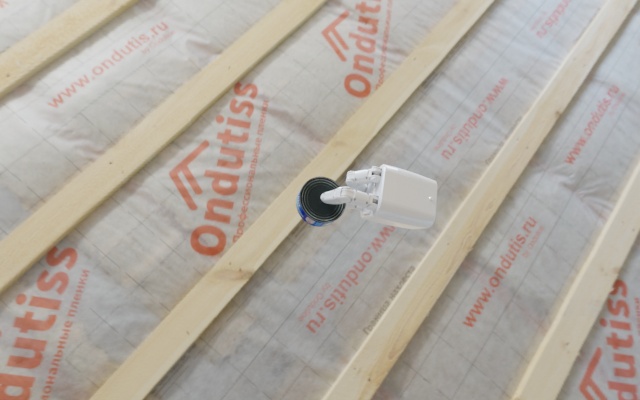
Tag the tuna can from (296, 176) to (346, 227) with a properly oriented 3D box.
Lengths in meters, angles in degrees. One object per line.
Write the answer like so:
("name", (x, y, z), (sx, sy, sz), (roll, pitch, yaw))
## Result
("tuna can", (0.000, 0.003, 0.853), (0.086, 0.086, 0.034), (0, -18, -18))
